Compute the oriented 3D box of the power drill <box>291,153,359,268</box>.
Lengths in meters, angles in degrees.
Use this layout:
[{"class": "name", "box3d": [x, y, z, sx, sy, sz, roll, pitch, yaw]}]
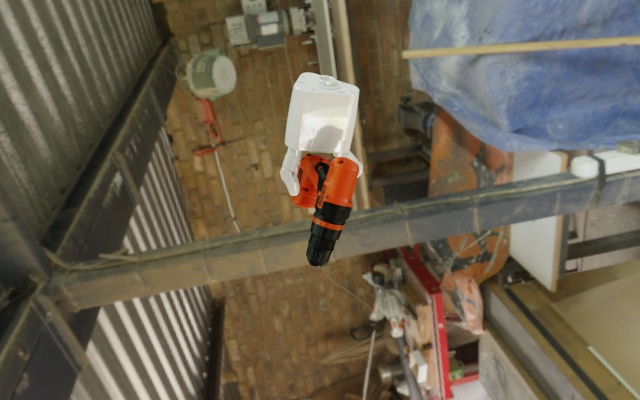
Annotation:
[{"class": "power drill", "box3d": [0.000, 0.002, 0.827, 0.057, 0.184, 0.187, 14, 12, -21]}]
